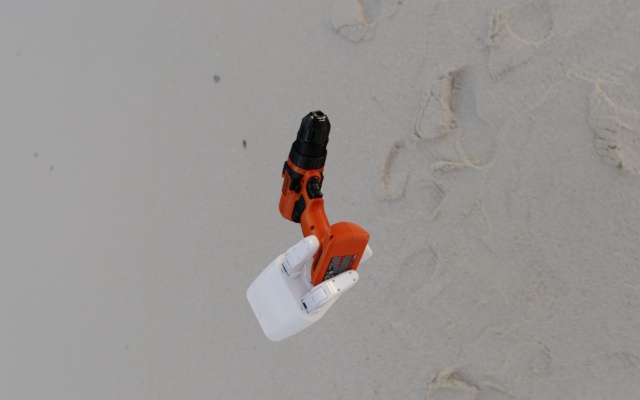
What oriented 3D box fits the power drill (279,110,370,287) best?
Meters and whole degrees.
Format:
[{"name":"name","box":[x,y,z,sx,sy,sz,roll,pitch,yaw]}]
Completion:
[{"name":"power drill","box":[0.000,0.003,0.624,0.057,0.185,0.187,-4,46,-21]}]
